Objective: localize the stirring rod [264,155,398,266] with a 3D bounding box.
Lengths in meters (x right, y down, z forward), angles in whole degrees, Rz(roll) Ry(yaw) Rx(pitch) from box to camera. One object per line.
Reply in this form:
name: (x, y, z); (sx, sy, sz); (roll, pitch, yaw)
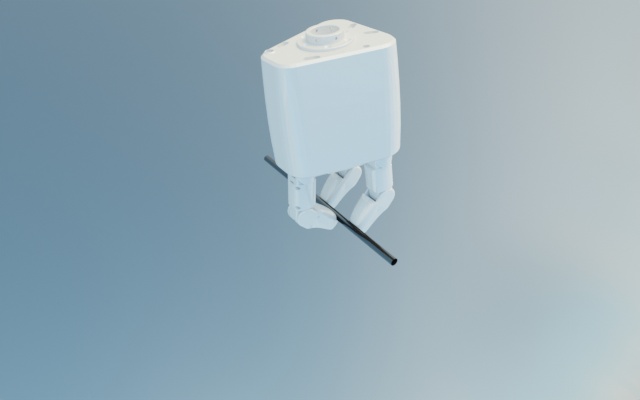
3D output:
stirring rod: (0.000, 0.002, 0.523); (0.011, 0.011, 0.239); (0, 27, -40)
